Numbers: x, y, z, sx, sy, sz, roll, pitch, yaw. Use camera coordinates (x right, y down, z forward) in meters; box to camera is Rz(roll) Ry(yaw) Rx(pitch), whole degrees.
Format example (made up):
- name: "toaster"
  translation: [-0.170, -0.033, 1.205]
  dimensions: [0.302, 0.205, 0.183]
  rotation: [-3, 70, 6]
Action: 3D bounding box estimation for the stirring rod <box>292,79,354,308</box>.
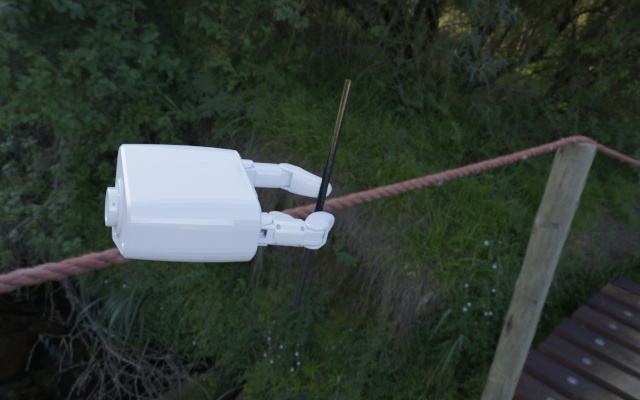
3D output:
- name: "stirring rod"
  translation: [0.000, 0.002, 0.472]
  dimensions: [0.011, 0.240, 0.011]
  rotation: [12, 18, -4]
